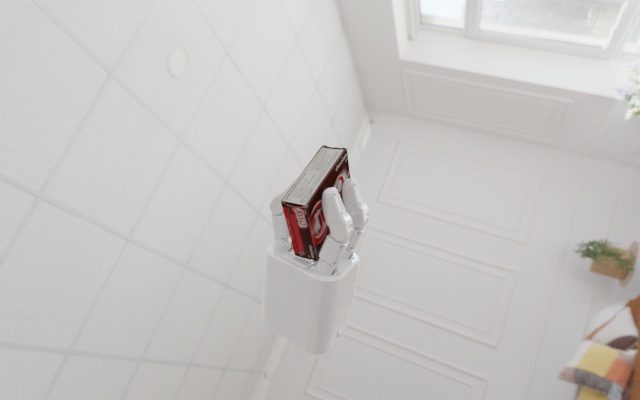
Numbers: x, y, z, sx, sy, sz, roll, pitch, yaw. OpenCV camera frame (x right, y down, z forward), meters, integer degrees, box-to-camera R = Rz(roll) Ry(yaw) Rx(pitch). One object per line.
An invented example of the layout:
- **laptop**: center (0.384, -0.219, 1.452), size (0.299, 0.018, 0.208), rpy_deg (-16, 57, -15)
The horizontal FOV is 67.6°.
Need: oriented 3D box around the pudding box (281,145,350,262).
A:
- **pudding box**: center (0.000, 0.002, 0.573), size (0.039, 0.090, 0.113), rpy_deg (11, 46, 22)
